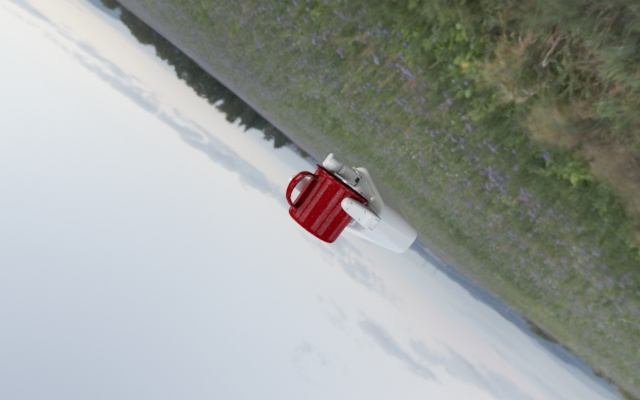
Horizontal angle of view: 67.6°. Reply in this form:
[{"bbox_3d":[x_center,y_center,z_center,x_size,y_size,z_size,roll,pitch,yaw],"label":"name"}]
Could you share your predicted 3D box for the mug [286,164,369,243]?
[{"bbox_3d":[-0.001,0.002,0.673,0.117,0.081,0.093,31,8,-39],"label":"mug"}]
